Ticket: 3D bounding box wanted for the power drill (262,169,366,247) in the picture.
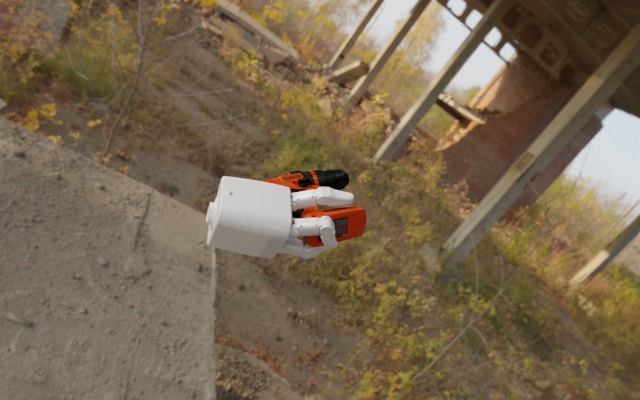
[{"bbox_3d":[0.000,0.003,0.821,0.184,0.057,0.187,-13,29,-23],"label":"power drill"}]
